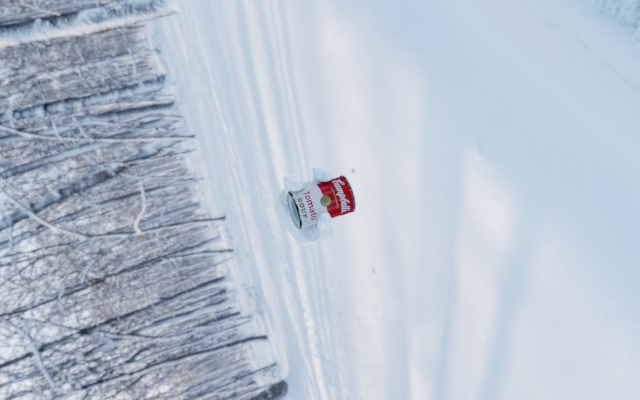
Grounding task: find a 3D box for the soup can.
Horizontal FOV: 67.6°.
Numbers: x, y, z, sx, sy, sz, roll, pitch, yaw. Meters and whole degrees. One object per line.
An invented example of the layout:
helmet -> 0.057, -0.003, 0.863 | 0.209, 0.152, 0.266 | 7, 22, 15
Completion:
soup can -> 0.000, 0.003, 0.814 | 0.102, 0.068, 0.068 | -17, 4, -14
